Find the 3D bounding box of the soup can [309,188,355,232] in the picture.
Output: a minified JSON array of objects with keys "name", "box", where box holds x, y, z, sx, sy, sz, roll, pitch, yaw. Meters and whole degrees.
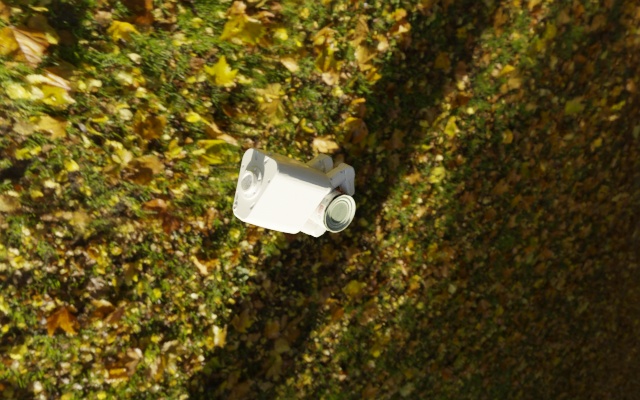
[{"name":"soup can","box":[0.001,0.003,0.792,0.068,0.068,0.102,0,21,-42]}]
